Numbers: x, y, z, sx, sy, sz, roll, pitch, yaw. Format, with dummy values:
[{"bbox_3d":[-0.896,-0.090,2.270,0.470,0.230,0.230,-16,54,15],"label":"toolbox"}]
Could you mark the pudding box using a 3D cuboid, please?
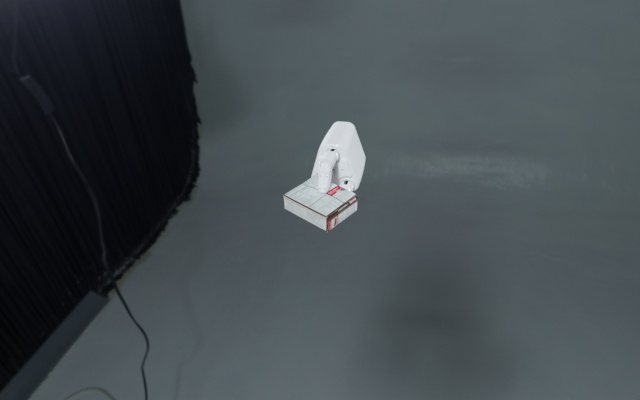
[{"bbox_3d":[0.000,0.003,0.888,0.113,0.039,0.090,25,46,36],"label":"pudding box"}]
